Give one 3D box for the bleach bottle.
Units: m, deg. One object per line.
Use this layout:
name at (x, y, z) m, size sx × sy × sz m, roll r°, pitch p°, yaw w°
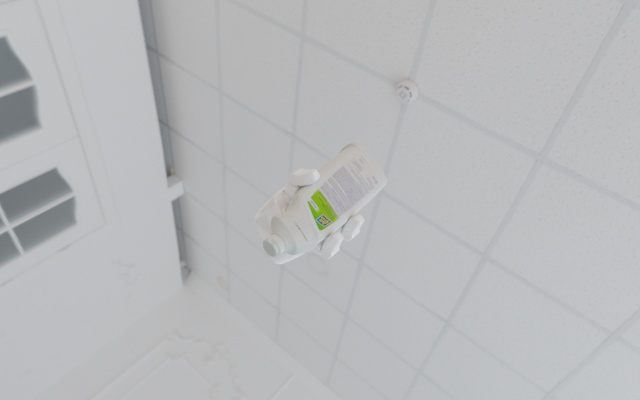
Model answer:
bleach bottle at (0.000, 0.003, 0.770) m, size 0.250 × 0.102 × 0.068 m, roll -38°, pitch 1°, yaw -36°
